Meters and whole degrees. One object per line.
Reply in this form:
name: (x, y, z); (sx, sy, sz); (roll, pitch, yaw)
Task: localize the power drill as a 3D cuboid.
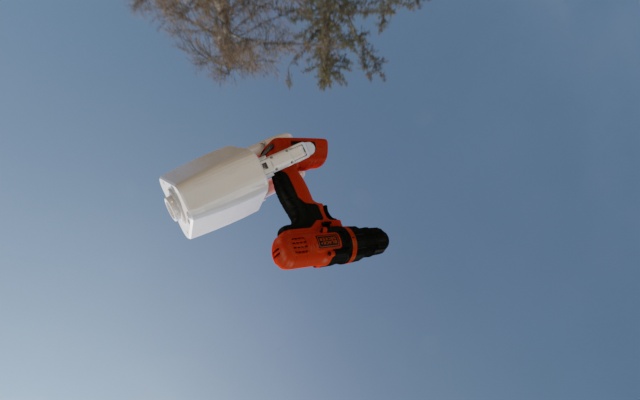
power drill: (0.000, 0.002, 0.672); (0.184, 0.187, 0.057); (-3, -28, -36)
